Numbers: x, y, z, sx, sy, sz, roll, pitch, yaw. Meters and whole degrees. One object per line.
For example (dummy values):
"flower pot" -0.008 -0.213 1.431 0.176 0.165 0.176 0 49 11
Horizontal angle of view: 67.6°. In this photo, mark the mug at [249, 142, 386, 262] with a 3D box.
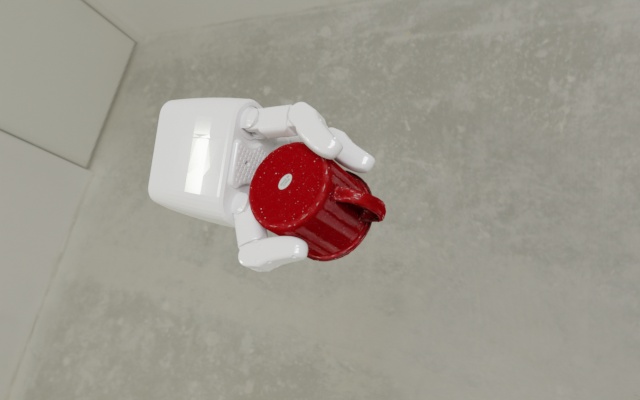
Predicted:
"mug" 0.001 0.002 0.420 0.117 0.093 0.081 8 -16 32
